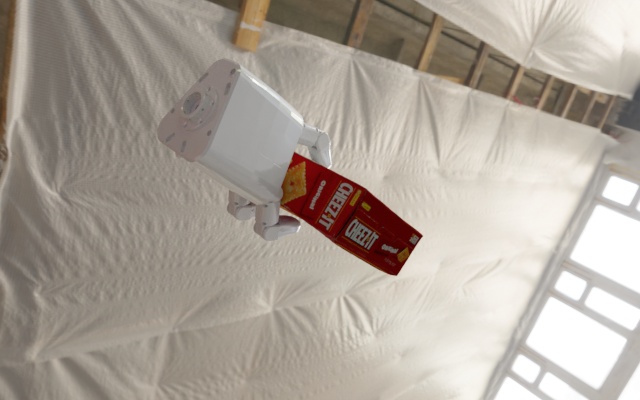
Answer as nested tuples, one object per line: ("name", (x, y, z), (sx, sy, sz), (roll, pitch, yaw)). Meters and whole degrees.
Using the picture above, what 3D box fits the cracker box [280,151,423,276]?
("cracker box", (0.000, 0.002, 0.603), (0.213, 0.072, 0.164), (31, -1, 39))
